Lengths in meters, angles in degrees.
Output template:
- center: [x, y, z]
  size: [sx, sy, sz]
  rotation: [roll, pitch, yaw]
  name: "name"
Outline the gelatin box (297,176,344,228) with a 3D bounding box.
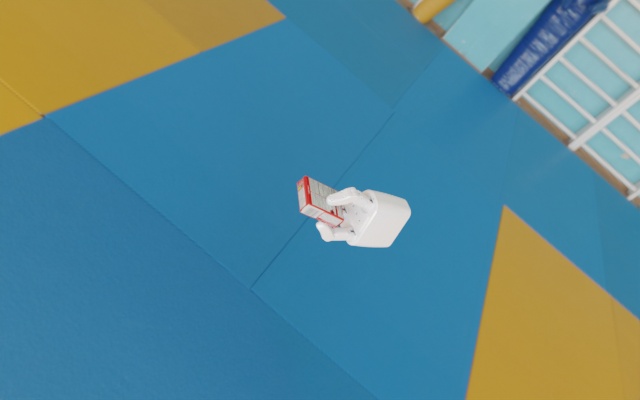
- center: [0.000, 0.003, 0.893]
  size: [0.089, 0.073, 0.030]
  rotation: [25, -51, -32]
  name: "gelatin box"
